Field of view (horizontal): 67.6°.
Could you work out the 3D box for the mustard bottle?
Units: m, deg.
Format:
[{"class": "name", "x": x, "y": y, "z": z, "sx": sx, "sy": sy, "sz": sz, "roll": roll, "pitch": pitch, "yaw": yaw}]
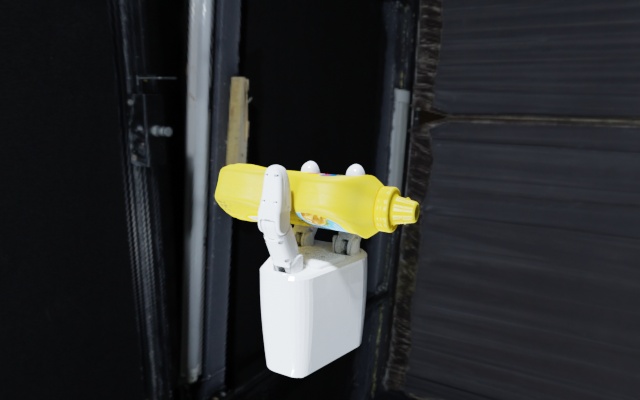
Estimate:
[{"class": "mustard bottle", "x": 0.000, "y": 0.001, "z": 0.463, "sx": 0.191, "sy": 0.058, "sz": 0.096, "roll": 7, "pitch": -10, "yaw": 27}]
